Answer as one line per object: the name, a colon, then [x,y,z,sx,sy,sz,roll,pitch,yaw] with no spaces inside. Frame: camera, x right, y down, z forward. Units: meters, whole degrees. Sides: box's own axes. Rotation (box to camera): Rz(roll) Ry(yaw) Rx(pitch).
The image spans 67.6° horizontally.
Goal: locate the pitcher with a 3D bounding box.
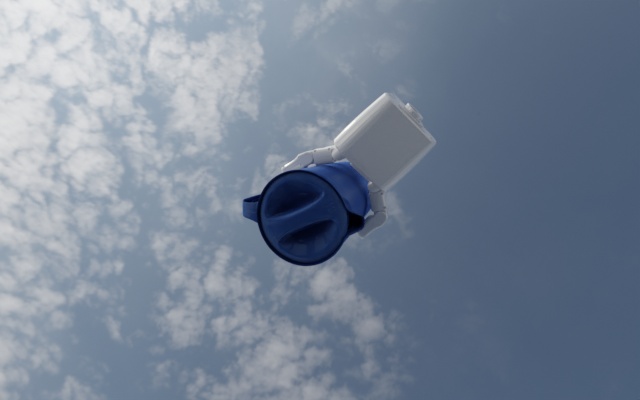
pitcher: [0.000,0.002,0.750,0.145,0.149,0.243,-44,-5,21]
